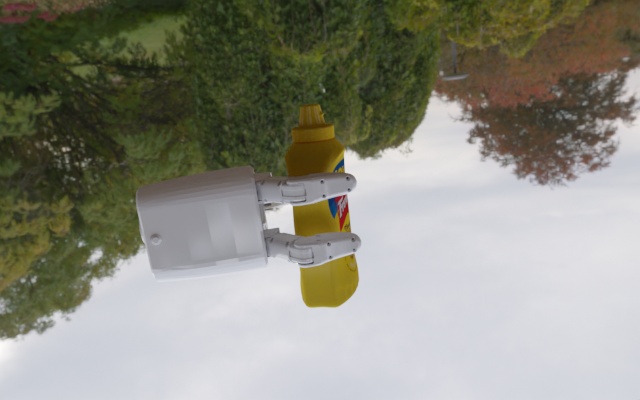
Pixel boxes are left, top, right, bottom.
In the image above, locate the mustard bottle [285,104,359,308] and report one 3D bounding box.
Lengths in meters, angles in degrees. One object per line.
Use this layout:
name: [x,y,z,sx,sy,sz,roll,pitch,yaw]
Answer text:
mustard bottle: [0.000,0.002,0.475,0.058,0.192,0.096,-3,15,16]
